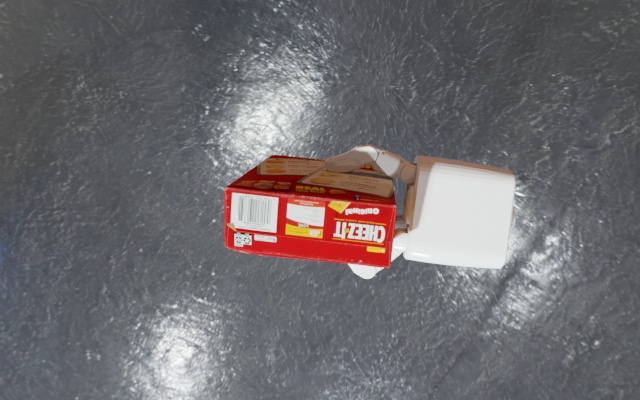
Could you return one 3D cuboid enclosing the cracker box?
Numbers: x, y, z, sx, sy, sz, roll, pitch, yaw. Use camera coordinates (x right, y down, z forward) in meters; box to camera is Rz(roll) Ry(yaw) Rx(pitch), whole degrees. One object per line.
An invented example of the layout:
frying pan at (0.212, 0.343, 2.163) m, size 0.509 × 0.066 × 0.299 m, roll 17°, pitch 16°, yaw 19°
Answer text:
cracker box at (0.000, 0.002, 0.546) m, size 0.164 × 0.072 × 0.213 m, roll 6°, pitch 14°, yaw 5°
